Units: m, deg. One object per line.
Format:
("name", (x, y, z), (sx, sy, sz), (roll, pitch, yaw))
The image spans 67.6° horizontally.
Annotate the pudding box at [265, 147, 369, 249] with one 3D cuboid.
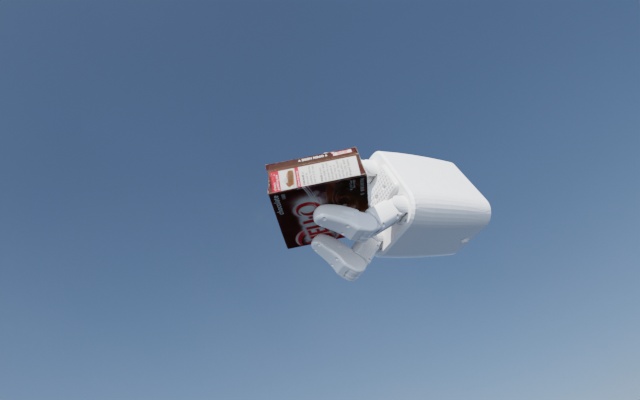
("pudding box", (0.000, 0.001, 0.472), (0.090, 0.039, 0.114), (-12, -35, -1))
